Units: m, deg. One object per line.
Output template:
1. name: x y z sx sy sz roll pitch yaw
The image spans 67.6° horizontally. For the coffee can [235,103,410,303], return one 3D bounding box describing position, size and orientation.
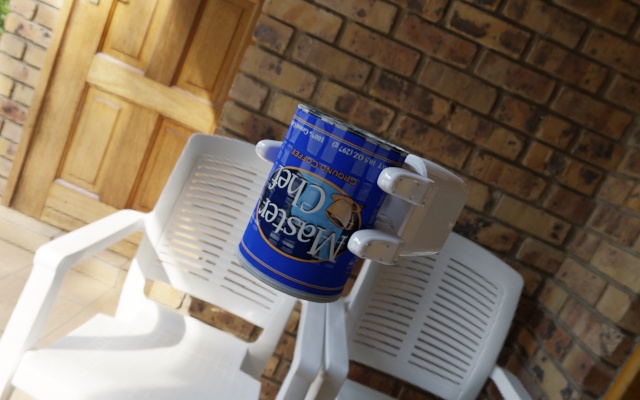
1. coffee can: 0.000 0.001 0.413 0.103 0.140 0.102 24 11 -5
